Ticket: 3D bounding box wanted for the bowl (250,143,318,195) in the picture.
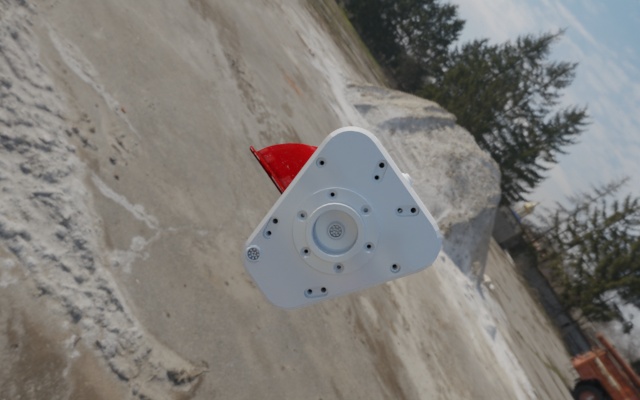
[{"bbox_3d":[0.000,0.001,0.459,0.055,0.162,0.162,-35,3,-4],"label":"bowl"}]
